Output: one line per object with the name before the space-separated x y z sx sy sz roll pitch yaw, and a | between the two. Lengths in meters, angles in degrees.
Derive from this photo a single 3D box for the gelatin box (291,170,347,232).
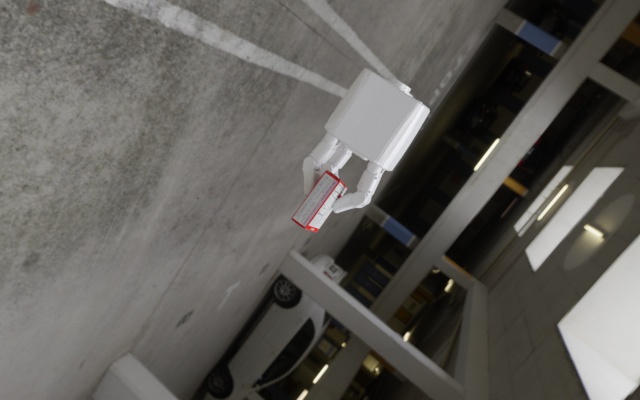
gelatin box | 0.000 0.003 0.713 0.030 0.089 0.073 35 1 13
